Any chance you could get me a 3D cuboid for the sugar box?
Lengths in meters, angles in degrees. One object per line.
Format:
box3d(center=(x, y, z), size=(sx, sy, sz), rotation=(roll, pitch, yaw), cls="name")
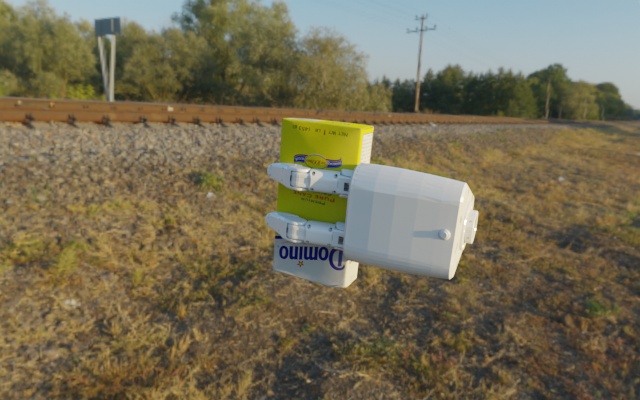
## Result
box3d(center=(0.000, 0.002, 0.524), size=(0.093, 0.176, 0.048), rotation=(11, 14, 23), cls="sugar box")
